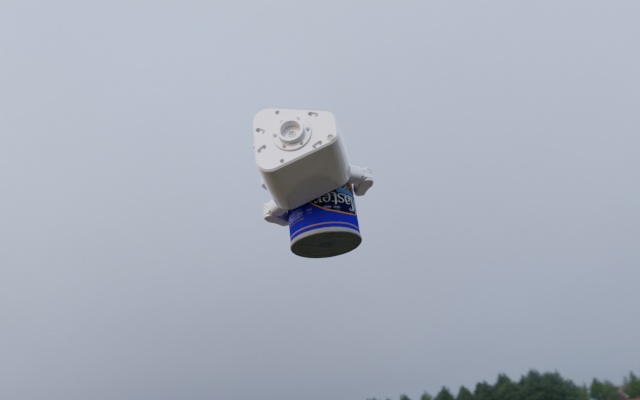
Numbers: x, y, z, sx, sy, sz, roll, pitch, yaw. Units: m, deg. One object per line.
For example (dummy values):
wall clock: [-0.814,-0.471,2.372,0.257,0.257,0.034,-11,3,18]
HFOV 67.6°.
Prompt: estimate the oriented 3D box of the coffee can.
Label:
coffee can: [0.000,0.003,0.706,0.103,0.140,0.103,-6,-26,-3]
